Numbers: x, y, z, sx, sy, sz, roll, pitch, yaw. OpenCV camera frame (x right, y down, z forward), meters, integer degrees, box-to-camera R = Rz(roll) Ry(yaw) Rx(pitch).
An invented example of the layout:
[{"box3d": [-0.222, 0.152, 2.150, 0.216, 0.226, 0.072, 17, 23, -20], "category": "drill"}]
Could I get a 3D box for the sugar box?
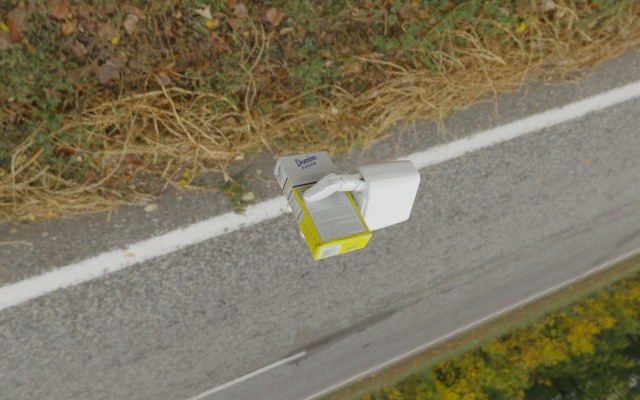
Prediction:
[{"box3d": [0.000, 0.003, 0.765, 0.093, 0.176, 0.048, -10, -34, -27], "category": "sugar box"}]
